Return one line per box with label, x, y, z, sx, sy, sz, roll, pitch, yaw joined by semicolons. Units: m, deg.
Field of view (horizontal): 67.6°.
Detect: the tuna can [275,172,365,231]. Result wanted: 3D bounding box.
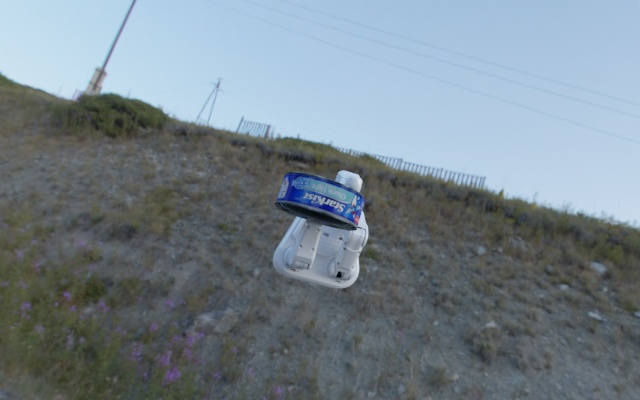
tuna can;0.000;0.001;0.478;0.086;0.033;0.086;17;-9;3
